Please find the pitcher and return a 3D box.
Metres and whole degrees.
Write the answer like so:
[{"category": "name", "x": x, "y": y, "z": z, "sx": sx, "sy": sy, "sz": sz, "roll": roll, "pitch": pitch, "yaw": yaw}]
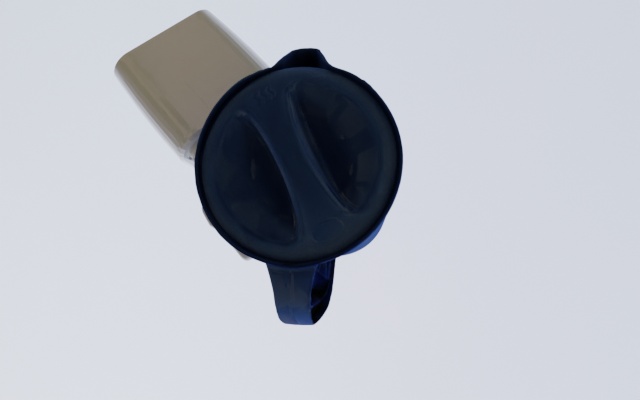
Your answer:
[{"category": "pitcher", "x": 0.000, "y": 0.001, "z": 0.408, "sx": 0.145, "sy": 0.149, "sz": 0.243, "roll": 45, "pitch": 0, "yaw": 12}]
